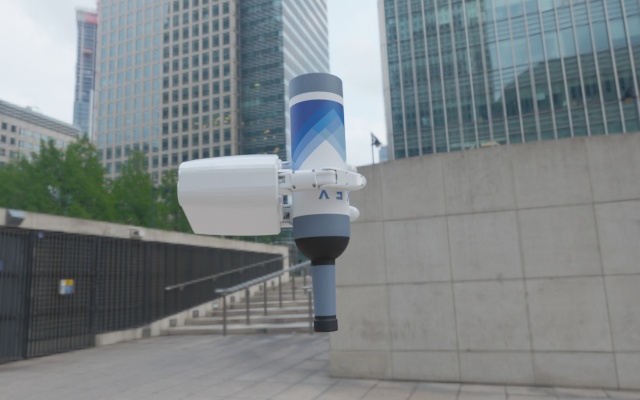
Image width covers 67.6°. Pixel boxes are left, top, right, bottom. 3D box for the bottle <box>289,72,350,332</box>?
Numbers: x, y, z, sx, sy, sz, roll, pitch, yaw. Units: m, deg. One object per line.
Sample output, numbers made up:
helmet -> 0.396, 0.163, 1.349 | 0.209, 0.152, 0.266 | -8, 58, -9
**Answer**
bottle -> 0.000, 0.002, 0.560 | 0.069, 0.295, 0.069 | -2, -10, 0
